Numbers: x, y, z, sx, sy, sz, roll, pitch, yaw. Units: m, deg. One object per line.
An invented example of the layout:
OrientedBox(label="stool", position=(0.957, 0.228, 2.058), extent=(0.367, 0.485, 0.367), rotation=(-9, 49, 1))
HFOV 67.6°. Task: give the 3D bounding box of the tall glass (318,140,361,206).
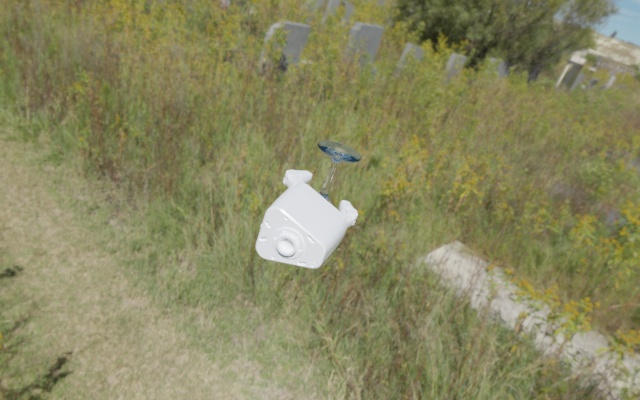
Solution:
OrientedBox(label="tall glass", position=(0.000, 0.002, 0.823), extent=(0.079, 0.201, 0.079), rotation=(16, 27, -8))
